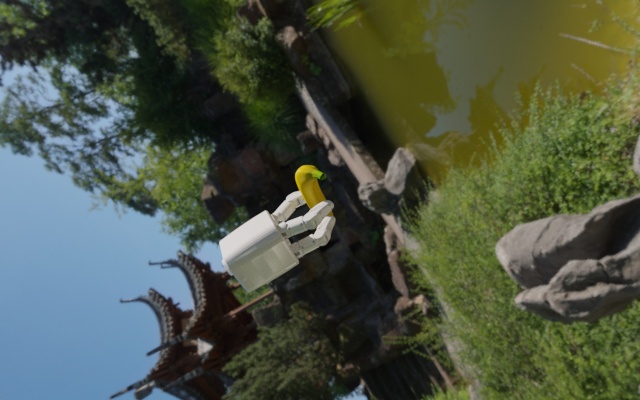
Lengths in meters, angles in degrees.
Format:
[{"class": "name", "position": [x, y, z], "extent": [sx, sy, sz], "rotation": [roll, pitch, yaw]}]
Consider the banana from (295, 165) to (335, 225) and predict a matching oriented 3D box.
[{"class": "banana", "position": [-0.011, -0.012, 0.849], "extent": [0.037, 0.069, 0.198], "rotation": [-35, -25, -8]}]
